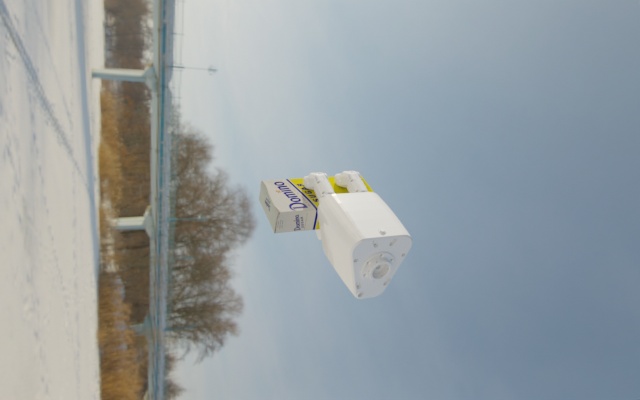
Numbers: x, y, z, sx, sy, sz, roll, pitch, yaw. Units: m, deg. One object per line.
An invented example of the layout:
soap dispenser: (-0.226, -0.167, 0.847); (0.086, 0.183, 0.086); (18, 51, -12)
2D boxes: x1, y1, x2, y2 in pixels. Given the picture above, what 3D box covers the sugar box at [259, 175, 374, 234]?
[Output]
sugar box: (0.000, 0.002, 0.755); (0.176, 0.048, 0.093); (-2, 35, -24)
